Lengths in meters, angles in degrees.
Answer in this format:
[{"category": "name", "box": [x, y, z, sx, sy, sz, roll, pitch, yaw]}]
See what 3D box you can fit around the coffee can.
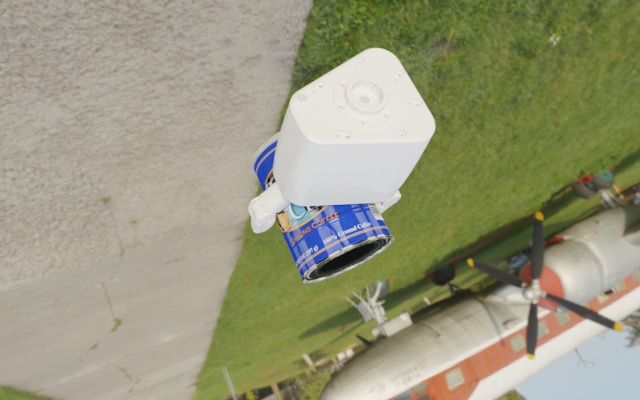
[{"category": "coffee can", "box": [0.000, 0.002, 0.504, 0.103, 0.140, 0.103, -23, -18, -8]}]
